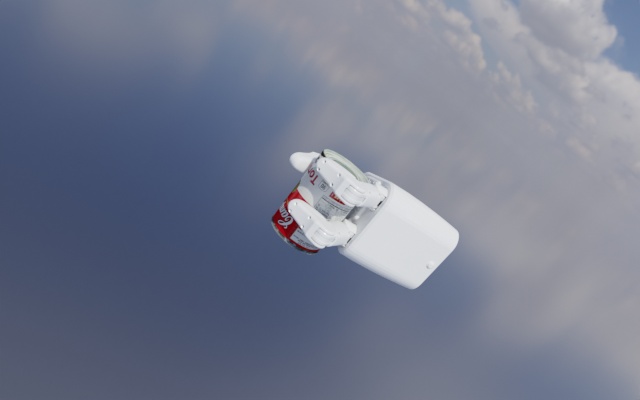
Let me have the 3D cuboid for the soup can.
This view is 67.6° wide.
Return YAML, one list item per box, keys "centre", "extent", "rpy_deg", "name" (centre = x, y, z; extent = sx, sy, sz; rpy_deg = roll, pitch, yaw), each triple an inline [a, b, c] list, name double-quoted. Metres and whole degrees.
- centre: [0.000, 0.001, 0.541]
  extent: [0.068, 0.102, 0.068]
  rpy_deg: [33, 19, -13]
  name: "soup can"
